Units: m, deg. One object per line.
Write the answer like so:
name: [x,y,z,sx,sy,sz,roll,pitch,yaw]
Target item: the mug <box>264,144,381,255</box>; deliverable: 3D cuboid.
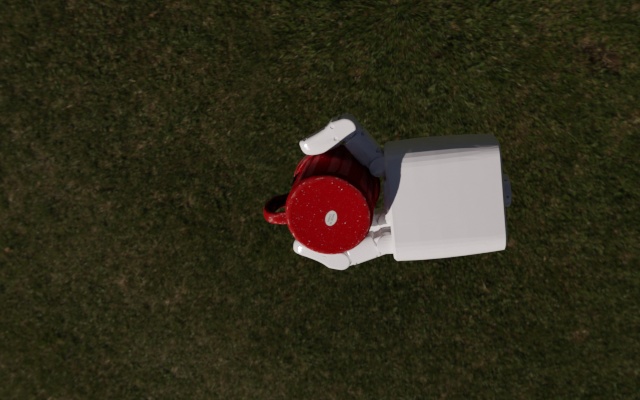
mug: [-0.001,0.002,0.469,0.117,0.093,0.081,-7,21,10]
